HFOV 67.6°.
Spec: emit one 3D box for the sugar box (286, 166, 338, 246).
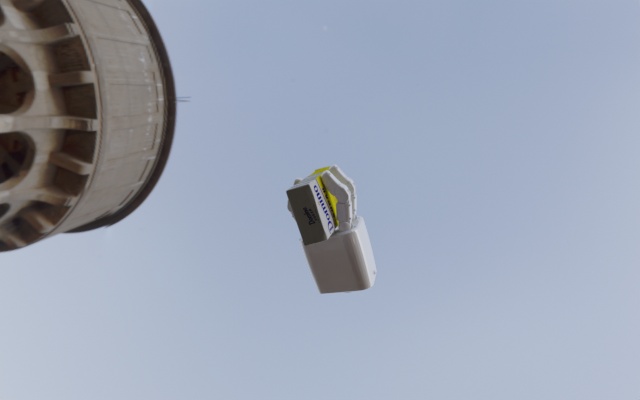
[{"bbox_3d":[0.001,0.003,0.794,0.048,0.093,0.176,-16,10,15],"label":"sugar box"}]
